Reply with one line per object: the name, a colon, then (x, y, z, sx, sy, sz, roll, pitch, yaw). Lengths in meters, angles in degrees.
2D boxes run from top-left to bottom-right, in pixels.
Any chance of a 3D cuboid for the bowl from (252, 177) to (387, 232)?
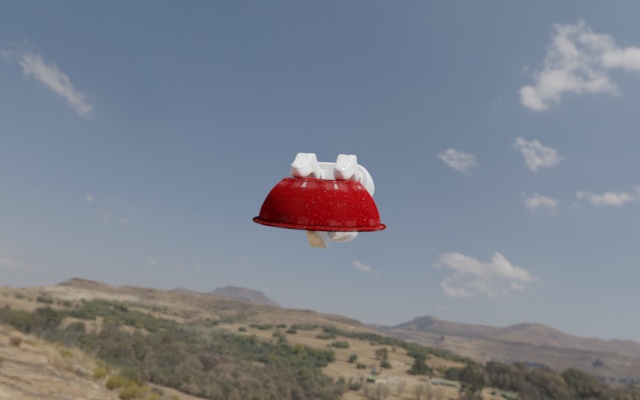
bowl: (0.000, 0.002, 0.575, 0.162, 0.055, 0.162, 3, 3, 0)
